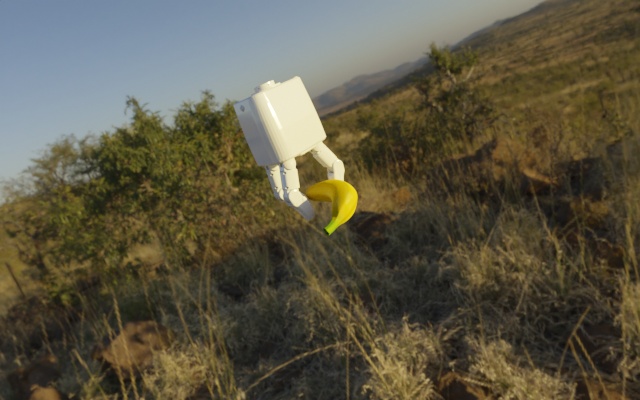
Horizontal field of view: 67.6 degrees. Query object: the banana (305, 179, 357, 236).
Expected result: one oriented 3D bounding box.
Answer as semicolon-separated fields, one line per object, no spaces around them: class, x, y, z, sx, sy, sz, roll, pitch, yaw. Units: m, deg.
banana;0.018;-0.005;0.727;0.069;0.037;0.197;-25;16;-1
